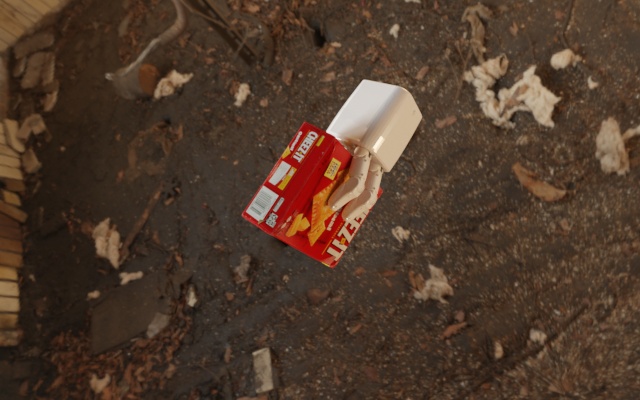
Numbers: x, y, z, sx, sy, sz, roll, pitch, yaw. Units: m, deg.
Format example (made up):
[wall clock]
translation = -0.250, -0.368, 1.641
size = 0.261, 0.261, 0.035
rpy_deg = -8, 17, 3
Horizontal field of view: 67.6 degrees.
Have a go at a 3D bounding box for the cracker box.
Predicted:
[cracker box]
translation = 0.000, 0.002, 0.747
size = 0.072, 0.164, 0.214
rpy_deg = 32, -4, 33
